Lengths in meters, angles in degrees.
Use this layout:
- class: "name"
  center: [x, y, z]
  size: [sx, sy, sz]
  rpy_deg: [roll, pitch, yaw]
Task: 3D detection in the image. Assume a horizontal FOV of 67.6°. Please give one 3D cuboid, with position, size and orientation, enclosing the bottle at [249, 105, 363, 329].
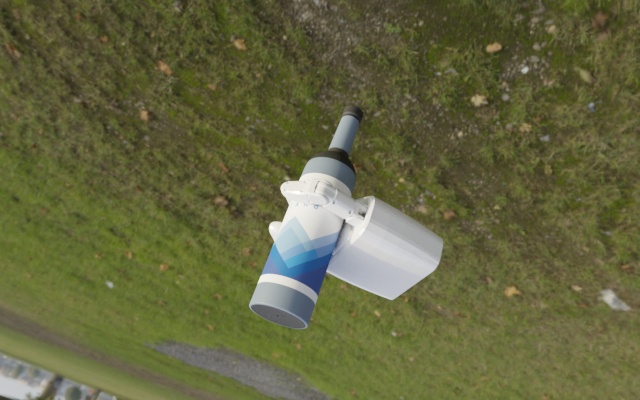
- class: "bottle"
  center: [0.000, 0.002, 0.575]
  size: [0.069, 0.295, 0.069]
  rpy_deg: [16, -29, 9]
